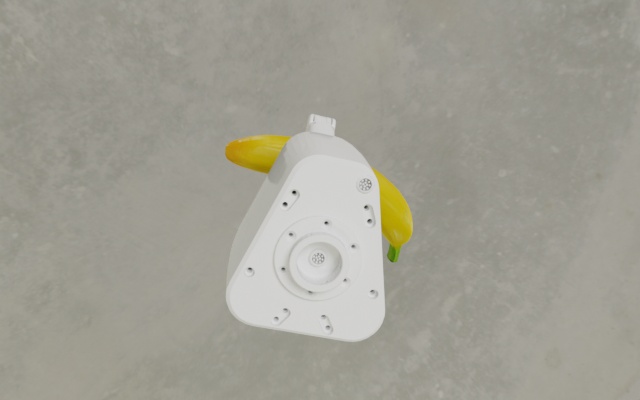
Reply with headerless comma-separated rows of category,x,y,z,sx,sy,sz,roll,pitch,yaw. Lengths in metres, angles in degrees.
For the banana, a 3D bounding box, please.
banana,0.014,-0.010,0.420,0.198,0.070,0.037,34,22,-16
